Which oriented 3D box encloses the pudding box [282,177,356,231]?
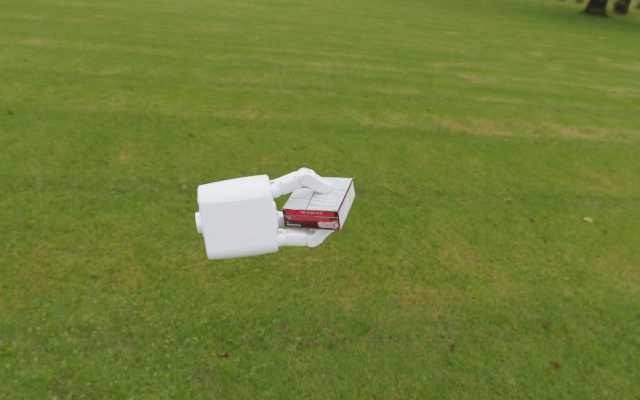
[{"bbox_3d":[0.000,0.002,0.749,0.090,0.039,0.113,4,32,16],"label":"pudding box"}]
